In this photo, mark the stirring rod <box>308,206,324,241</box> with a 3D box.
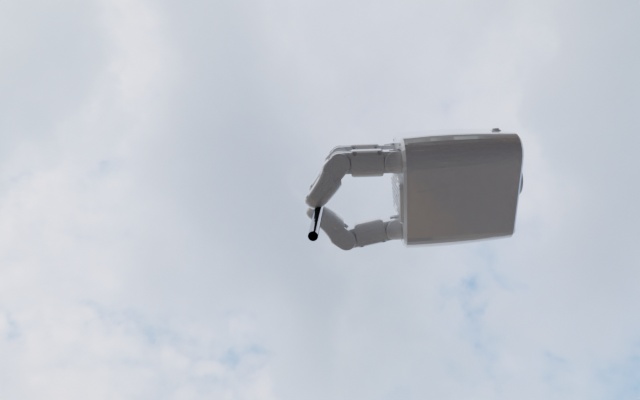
[{"bbox_3d":[0.000,0.002,0.479,0.011,0.011,0.239,0,12,3],"label":"stirring rod"}]
